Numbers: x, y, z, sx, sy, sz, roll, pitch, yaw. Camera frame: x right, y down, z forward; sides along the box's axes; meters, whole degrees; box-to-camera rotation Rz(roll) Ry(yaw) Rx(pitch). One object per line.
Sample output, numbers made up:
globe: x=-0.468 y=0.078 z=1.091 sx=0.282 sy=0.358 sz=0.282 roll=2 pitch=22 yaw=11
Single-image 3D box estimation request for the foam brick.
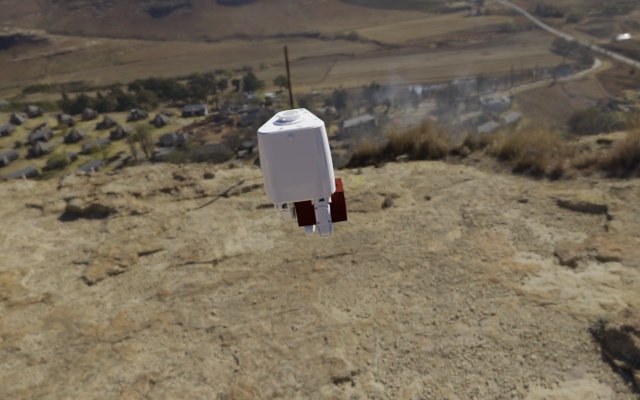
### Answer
foam brick: x=0.000 y=0.002 z=0.731 sx=0.078 sy=0.051 sz=0.053 roll=-7 pitch=25 yaw=1
